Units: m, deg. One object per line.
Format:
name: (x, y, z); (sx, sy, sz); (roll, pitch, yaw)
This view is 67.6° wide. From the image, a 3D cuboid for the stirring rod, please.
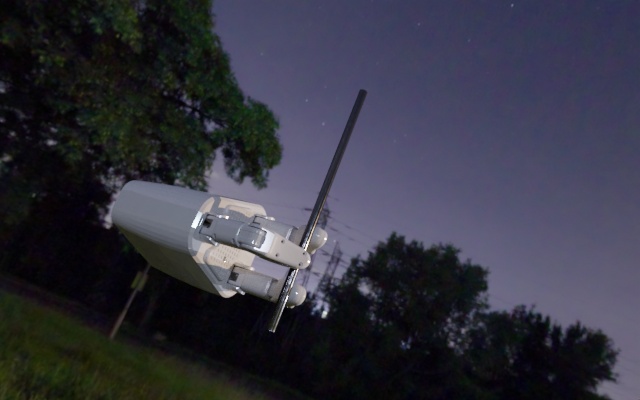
stirring rod: (0.000, 0.001, 0.432); (0.011, 0.239, 0.011); (20, -16, 6)
